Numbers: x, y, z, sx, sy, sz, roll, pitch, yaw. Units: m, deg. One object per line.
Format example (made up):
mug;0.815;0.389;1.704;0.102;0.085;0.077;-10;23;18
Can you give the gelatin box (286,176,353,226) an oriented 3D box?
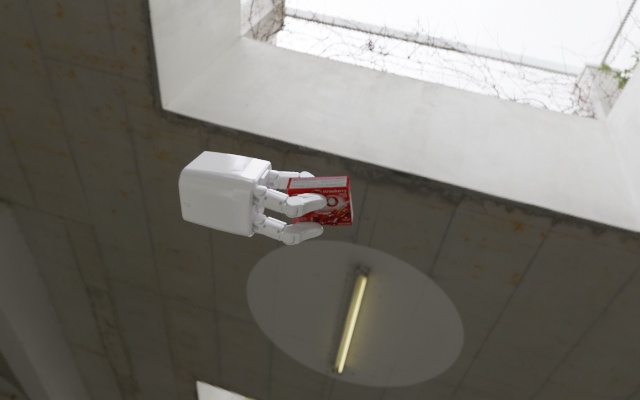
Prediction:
gelatin box;0.000;0.002;0.691;0.089;0.073;0.030;-2;40;9
